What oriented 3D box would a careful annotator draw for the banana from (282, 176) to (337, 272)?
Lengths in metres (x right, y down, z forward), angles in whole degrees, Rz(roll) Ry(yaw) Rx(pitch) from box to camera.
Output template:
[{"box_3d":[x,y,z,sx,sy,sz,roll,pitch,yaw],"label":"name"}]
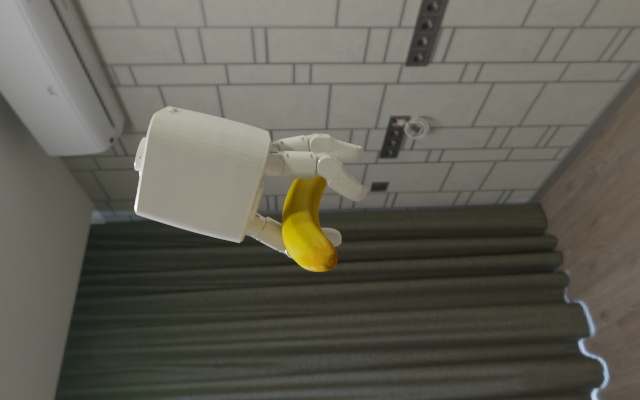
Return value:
[{"box_3d":[-0.011,0.012,0.472,0.037,0.070,0.197,32,30,-18],"label":"banana"}]
